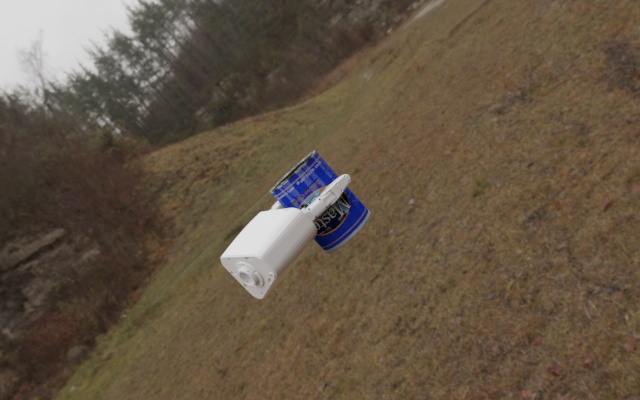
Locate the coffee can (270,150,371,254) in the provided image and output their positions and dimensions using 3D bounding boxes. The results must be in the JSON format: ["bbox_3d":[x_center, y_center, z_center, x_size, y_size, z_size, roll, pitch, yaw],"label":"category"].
[{"bbox_3d":[0.000,0.003,0.794,0.103,0.140,0.102,-41,9,8],"label":"coffee can"}]
